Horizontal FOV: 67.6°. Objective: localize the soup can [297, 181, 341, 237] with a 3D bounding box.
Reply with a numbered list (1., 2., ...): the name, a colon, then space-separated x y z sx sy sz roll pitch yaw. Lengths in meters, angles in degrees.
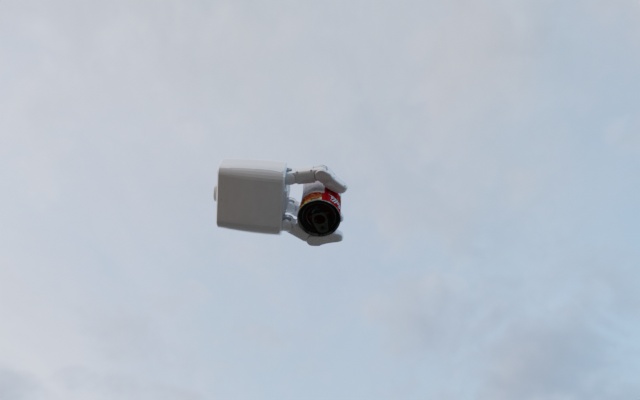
1. soup can: 0.001 0.002 0.778 0.068 0.068 0.102 0 31 4
